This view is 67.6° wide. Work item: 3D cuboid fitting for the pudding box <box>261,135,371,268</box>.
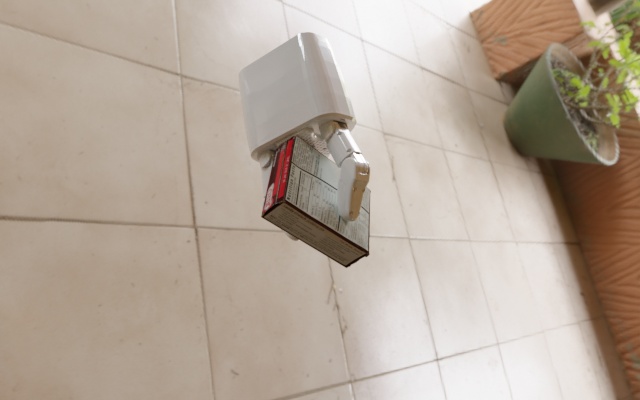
[{"bbox_3d":[0.000,0.001,0.476,0.113,0.090,0.039,32,-46,-26],"label":"pudding box"}]
